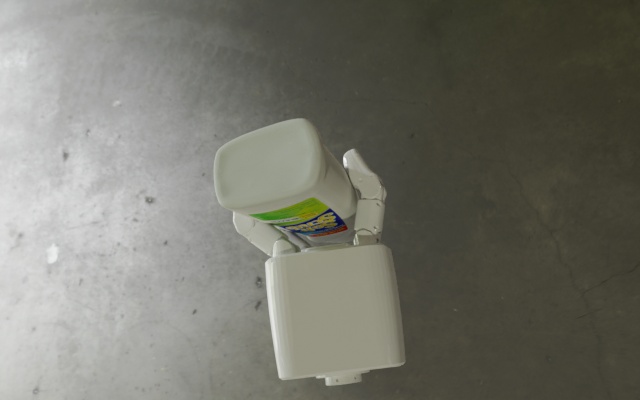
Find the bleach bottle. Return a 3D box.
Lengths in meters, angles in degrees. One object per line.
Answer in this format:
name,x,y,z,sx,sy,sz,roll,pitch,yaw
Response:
bleach bottle,0.000,0.002,0.494,0.102,0.068,0.251,-14,-19,20
